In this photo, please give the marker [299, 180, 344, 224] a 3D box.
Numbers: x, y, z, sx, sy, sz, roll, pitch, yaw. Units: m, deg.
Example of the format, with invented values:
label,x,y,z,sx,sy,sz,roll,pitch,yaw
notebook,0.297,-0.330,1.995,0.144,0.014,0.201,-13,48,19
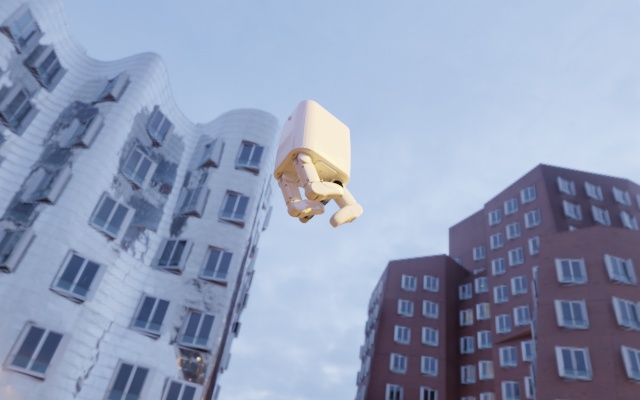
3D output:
label,x,y,z,sx,sy,sz,roll,pitch,yaw
marker,0.000,0.003,0.753,0.020,0.020,0.121,0,-27,-33
